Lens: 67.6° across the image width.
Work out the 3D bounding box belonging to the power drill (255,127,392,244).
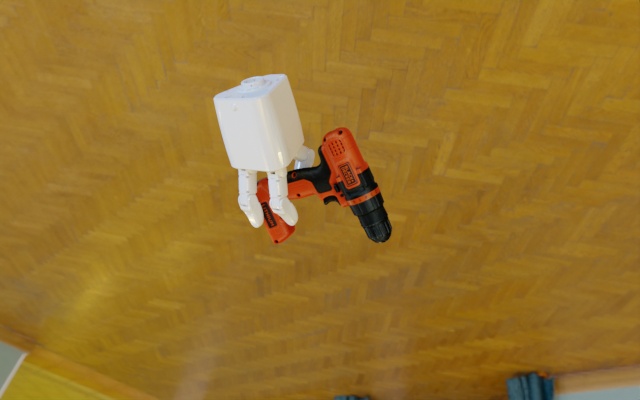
[{"bbox_3d":[0.000,0.002,0.735,0.188,0.184,0.057,-22,7,21],"label":"power drill"}]
